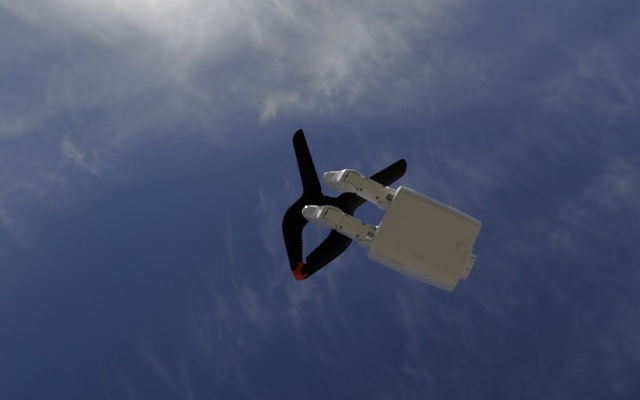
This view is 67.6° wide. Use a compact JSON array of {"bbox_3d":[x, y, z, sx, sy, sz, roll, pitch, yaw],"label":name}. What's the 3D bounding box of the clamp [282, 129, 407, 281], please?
[{"bbox_3d":[0.000,0.003,0.633,0.164,0.210,0.036,24,-21,15],"label":"clamp"}]
